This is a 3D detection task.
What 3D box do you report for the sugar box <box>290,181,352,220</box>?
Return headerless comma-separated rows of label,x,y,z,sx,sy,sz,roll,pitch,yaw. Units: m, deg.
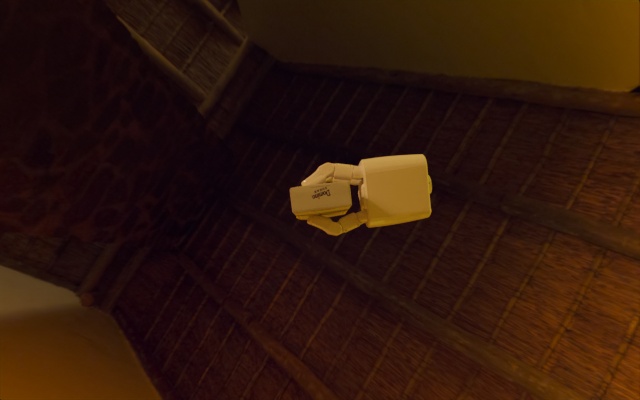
sugar box,0.000,0.002,0.805,0.093,0.048,0.176,-7,-8,-2
